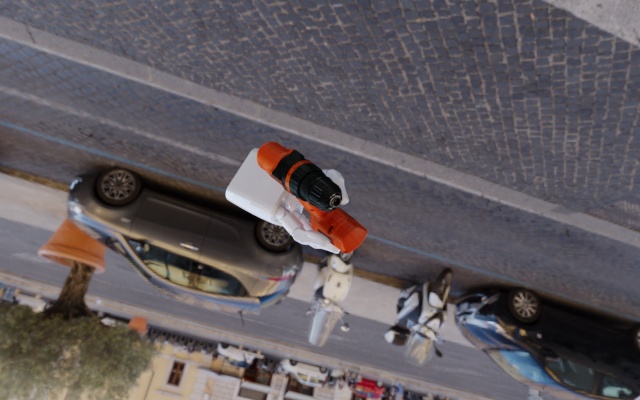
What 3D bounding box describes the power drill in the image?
[{"bbox_3d":[0.000,0.003,0.712,0.184,0.057,0.188,39,-10,46],"label":"power drill"}]
